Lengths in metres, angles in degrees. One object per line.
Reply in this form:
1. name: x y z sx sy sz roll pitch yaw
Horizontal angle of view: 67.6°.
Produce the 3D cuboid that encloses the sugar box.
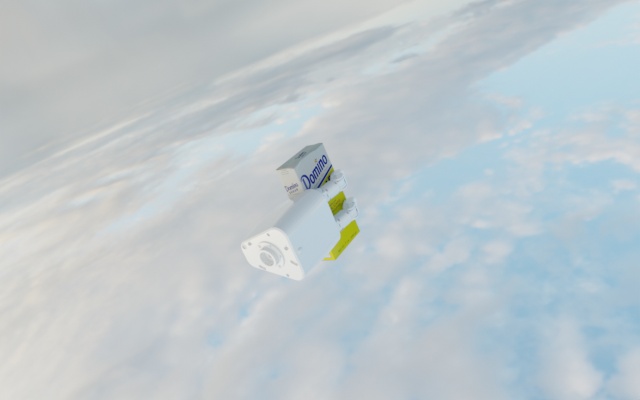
1. sugar box: 0.001 0.003 0.798 0.048 0.176 0.093 -5 28 38
